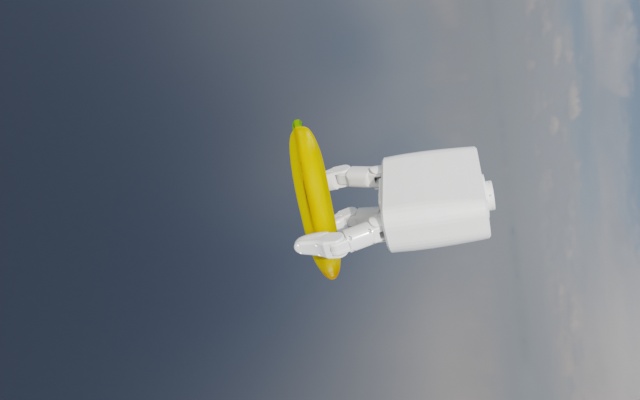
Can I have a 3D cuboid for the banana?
[{"bbox_3d":[-0.004,0.000,0.548,0.037,0.198,0.069,-10,3,12],"label":"banana"}]
